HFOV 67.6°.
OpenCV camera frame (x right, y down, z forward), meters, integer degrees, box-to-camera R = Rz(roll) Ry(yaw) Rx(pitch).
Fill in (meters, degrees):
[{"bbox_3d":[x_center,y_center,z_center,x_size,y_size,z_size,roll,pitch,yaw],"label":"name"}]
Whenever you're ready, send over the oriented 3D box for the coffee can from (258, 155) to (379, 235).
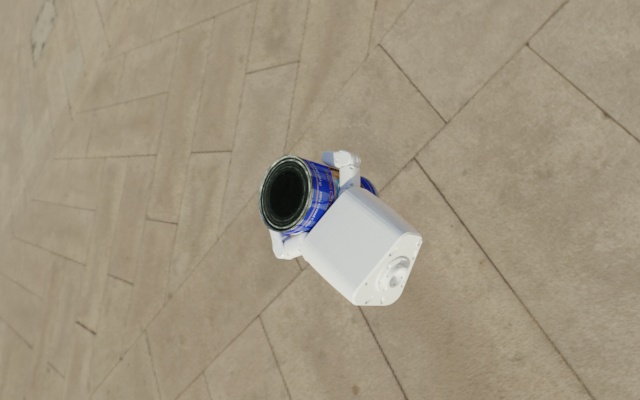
[{"bbox_3d":[0.000,0.002,0.662,0.103,0.103,0.140,0,-9,44],"label":"coffee can"}]
